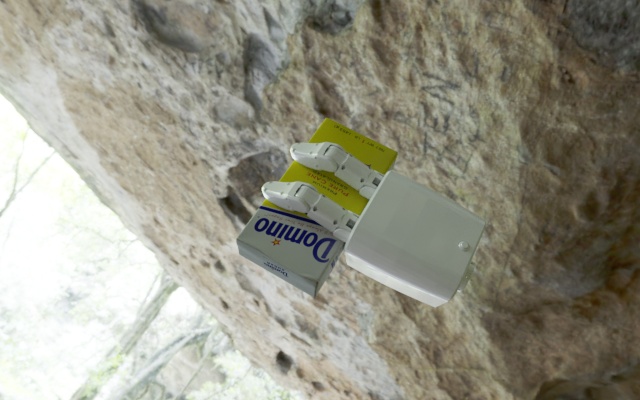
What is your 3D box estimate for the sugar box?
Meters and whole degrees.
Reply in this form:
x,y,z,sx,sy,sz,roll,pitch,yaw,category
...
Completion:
x,y,z,sx,sy,sz,roll,pitch,yaw,category
0.000,0.001,0.499,0.093,0.176,0.048,27,-29,12,sugar box
